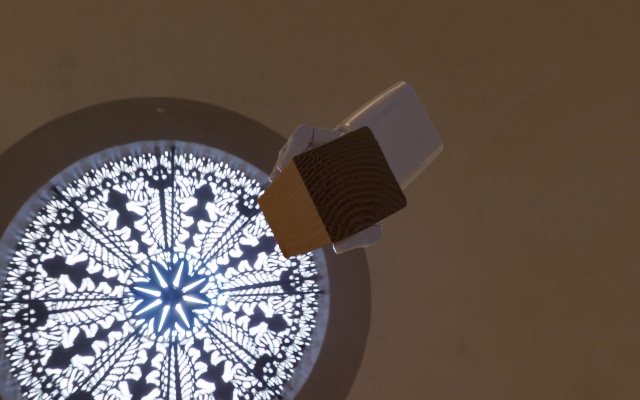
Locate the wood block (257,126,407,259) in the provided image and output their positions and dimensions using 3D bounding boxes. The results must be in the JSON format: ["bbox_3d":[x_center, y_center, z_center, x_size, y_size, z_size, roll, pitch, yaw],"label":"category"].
[{"bbox_3d":[0.001,0.002,0.547,0.090,0.091,0.206,-26,-3,-20],"label":"wood block"}]
